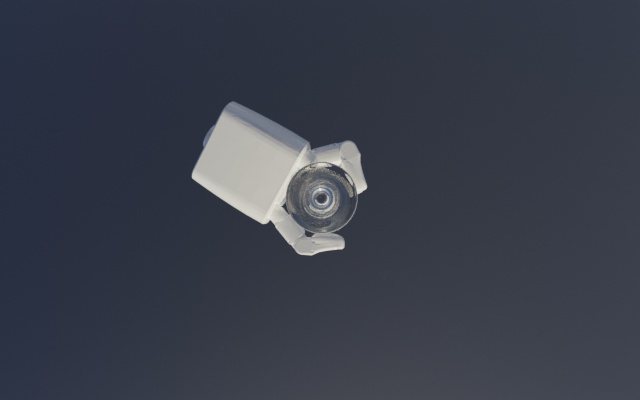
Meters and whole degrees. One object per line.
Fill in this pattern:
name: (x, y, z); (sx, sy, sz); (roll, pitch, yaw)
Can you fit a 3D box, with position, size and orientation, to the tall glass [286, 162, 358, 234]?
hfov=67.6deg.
tall glass: (0.000, 0.002, 0.588); (0.079, 0.079, 0.201); (0, -3, 0)
